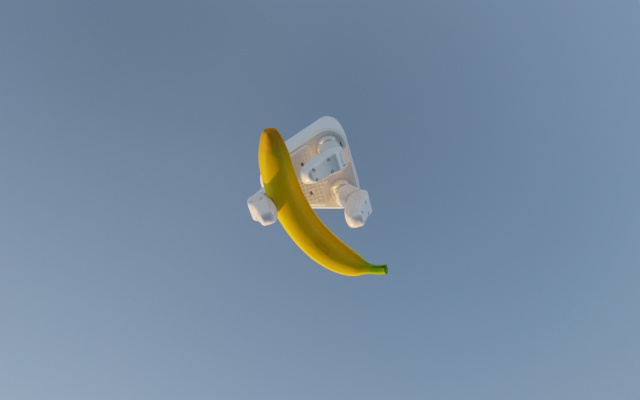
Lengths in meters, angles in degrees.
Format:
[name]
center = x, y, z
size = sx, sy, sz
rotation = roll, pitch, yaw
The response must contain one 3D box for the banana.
[banana]
center = -0.012, 0.014, 0.510
size = 0.070, 0.198, 0.037
rotation = -36, 13, 22
